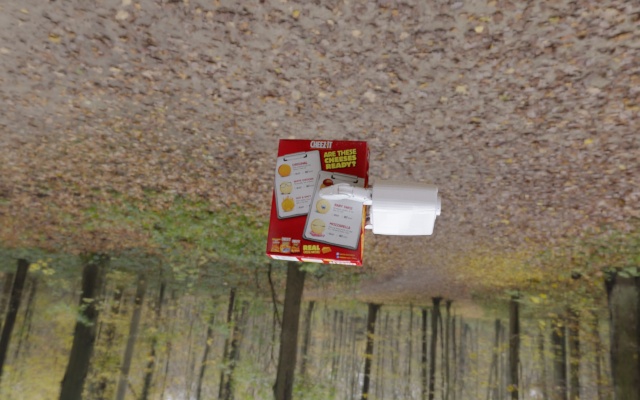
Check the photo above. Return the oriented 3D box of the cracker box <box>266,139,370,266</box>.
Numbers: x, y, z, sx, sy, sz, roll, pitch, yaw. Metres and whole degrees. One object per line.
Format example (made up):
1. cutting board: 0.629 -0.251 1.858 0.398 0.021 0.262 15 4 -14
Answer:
1. cracker box: 0.000 0.003 0.854 0.164 0.213 0.072 3 -14 10
